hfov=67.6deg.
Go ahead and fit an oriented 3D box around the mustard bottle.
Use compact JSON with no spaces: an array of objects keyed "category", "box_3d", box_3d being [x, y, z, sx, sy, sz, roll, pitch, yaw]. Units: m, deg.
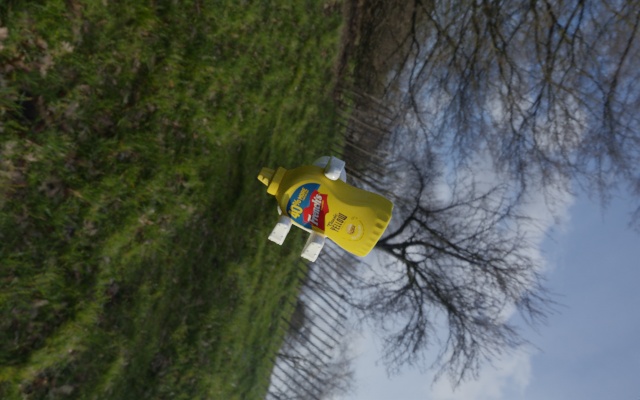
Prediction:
[{"category":"mustard bottle","box_3d":[0.000,0.002,0.683,0.191,0.096,0.058,27,37,-3]}]
